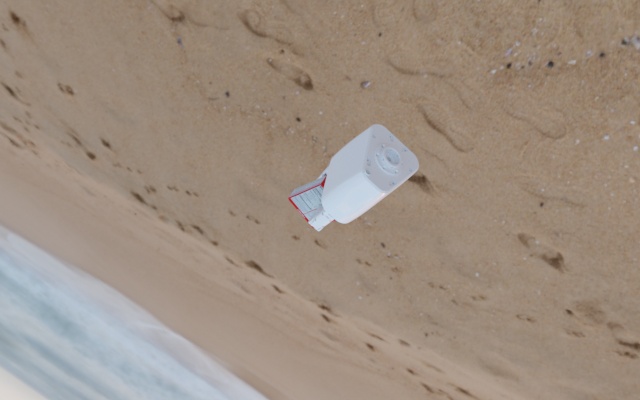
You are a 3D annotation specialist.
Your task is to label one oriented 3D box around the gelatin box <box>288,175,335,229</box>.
[{"bbox_3d":[0.000,0.003,0.806,0.089,0.073,0.030,-23,25,42],"label":"gelatin box"}]
